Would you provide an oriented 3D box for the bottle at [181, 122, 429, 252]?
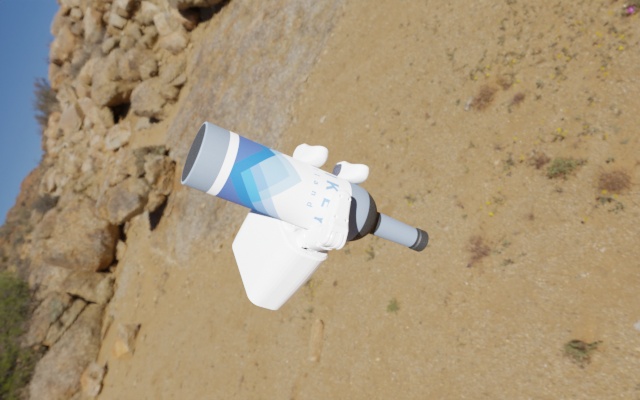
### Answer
[{"bbox_3d":[0.000,0.002,0.530,0.296,0.069,0.069,21,-9,-24],"label":"bottle"}]
